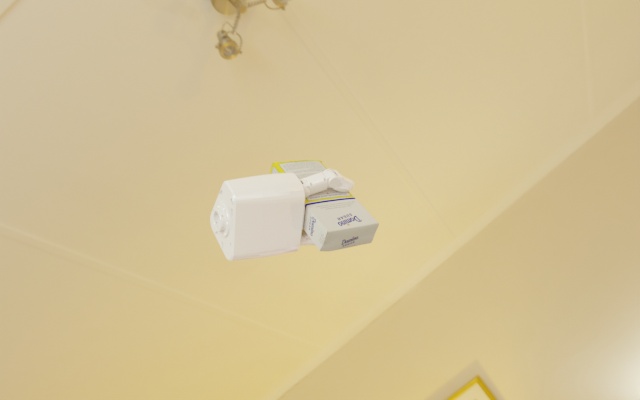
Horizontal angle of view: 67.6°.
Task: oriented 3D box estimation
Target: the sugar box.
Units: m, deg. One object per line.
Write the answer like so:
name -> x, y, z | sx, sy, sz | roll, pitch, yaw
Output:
sugar box -> 0.000, 0.003, 0.728 | 0.093, 0.048, 0.176 | -7, 42, -32
